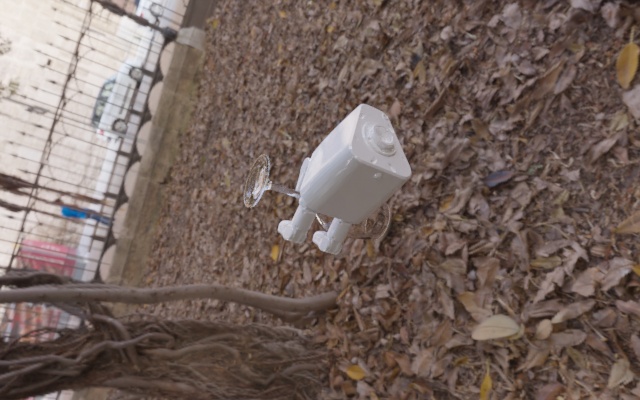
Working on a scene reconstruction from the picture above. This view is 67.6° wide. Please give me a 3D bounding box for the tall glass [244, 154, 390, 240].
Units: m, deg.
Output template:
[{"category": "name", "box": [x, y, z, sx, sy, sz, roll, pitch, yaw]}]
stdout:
[{"category": "tall glass", "box": [-0.001, 0.002, 0.668, 0.201, 0.079, 0.079, 18, -9, -27]}]
